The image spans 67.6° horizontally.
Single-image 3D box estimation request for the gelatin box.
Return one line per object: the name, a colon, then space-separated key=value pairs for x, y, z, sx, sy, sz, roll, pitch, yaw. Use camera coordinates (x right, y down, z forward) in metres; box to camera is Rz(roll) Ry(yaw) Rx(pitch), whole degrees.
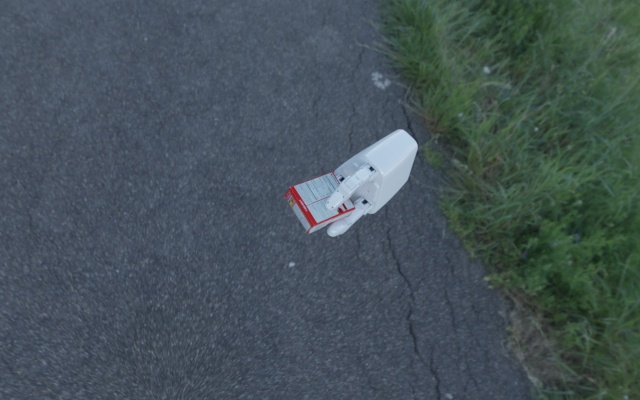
gelatin box: x=0.000 y=0.002 z=0.743 sx=0.089 sy=0.073 sz=0.030 roll=-22 pitch=-19 yaw=-34
